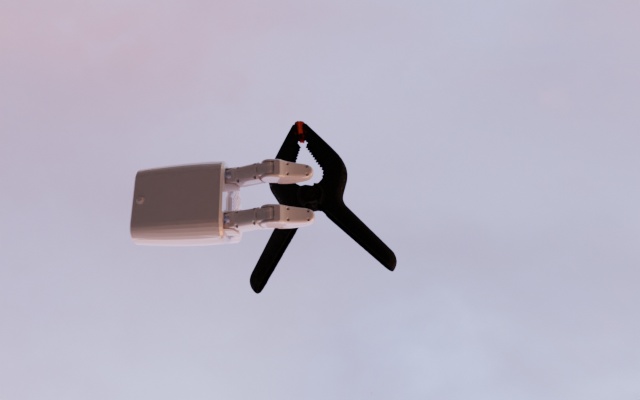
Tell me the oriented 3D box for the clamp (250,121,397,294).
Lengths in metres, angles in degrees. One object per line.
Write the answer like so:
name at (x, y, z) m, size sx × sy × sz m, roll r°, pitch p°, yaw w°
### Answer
clamp at (0.000, 0.002, 0.564) m, size 0.164 × 0.210 × 0.036 m, roll -2°, pitch -22°, yaw 0°
